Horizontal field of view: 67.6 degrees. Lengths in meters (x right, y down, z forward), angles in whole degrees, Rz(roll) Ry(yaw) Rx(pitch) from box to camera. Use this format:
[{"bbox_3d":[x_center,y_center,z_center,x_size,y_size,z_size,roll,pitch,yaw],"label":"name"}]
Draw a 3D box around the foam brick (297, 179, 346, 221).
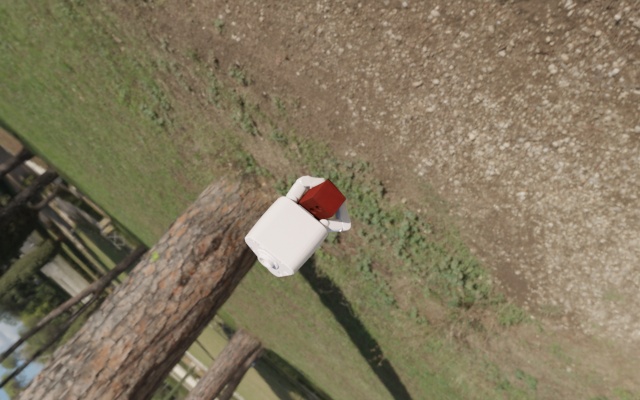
[{"bbox_3d":[0.000,0.003,0.898,0.051,0.053,0.078,-50,13,-28],"label":"foam brick"}]
